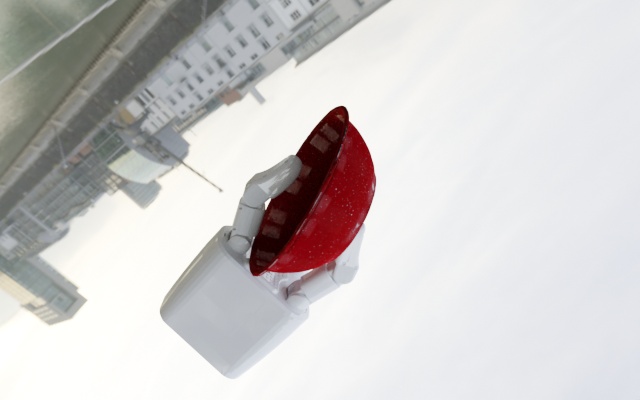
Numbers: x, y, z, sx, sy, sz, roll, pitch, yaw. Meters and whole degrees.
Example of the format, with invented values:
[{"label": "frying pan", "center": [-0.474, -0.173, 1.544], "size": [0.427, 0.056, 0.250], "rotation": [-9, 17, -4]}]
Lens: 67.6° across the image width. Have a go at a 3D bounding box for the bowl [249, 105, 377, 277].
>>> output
[{"label": "bowl", "center": [0.001, 0.001, 0.412], "size": [0.055, 0.162, 0.162], "rotation": [28, -8, -15]}]
